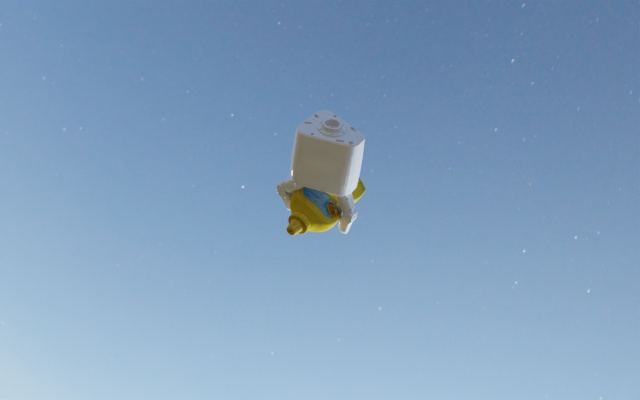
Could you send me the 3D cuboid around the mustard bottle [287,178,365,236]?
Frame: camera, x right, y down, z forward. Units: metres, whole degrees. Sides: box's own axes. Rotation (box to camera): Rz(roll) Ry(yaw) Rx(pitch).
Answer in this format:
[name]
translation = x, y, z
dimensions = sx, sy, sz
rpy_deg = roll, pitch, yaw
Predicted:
[mustard bottle]
translation = 0.000, 0.003, 0.880
dimensions = 0.191, 0.096, 0.058
rpy_deg = -44, -2, -42
